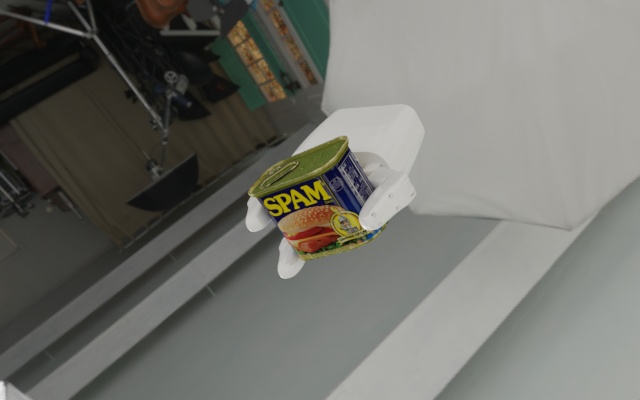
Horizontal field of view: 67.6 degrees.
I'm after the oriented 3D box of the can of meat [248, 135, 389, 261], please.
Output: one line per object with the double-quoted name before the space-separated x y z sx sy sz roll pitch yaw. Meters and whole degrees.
"can of meat" 0.000 0.002 0.430 0.102 0.084 0.057 -18 26 36
